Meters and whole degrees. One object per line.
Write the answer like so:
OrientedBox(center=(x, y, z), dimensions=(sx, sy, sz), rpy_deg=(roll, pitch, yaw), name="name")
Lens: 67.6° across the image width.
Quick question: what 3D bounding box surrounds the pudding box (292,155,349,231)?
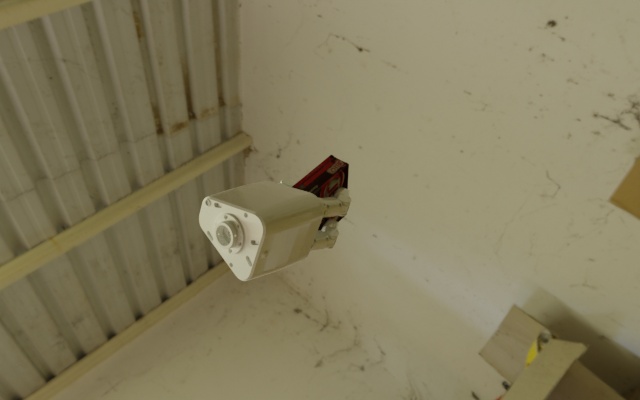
OrientedBox(center=(0.000, 0.002, 0.696), dimensions=(0.039, 0.114, 0.090), rpy_deg=(34, 57, 25), name="pudding box")
